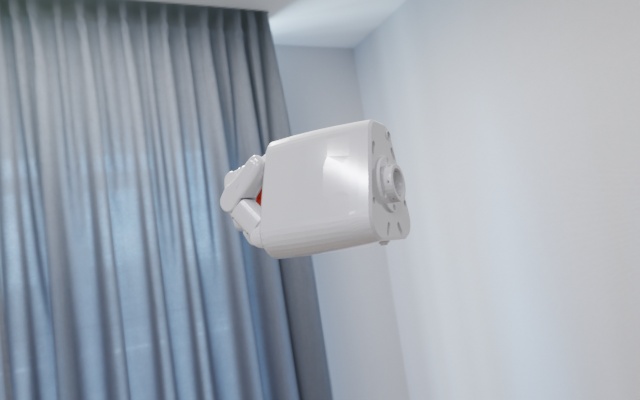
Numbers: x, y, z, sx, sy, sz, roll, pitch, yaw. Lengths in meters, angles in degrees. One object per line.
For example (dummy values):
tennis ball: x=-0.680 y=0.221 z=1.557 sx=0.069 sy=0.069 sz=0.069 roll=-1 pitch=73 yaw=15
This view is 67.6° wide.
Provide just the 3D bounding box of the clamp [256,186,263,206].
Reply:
clamp: x=0.000 y=0.001 z=0.542 sx=0.120 sy=0.039 sz=0.171 roll=-10 pitch=-6 yaw=29
